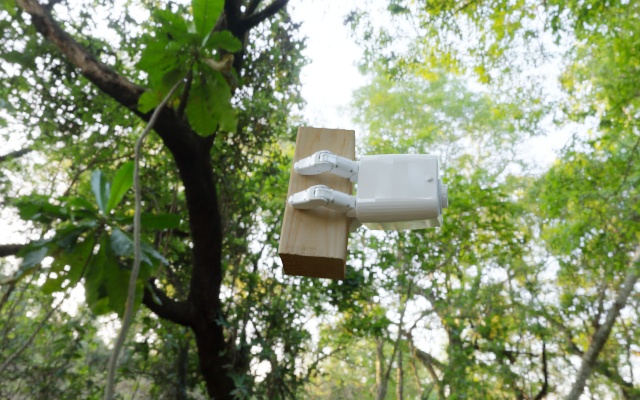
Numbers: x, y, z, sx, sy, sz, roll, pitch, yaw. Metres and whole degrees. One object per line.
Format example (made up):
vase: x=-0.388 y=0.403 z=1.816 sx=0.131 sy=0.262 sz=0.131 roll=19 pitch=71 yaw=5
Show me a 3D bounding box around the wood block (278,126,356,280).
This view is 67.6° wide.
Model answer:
wood block: x=0.001 y=0.002 z=0.706 sx=0.090 sy=0.206 sz=0.091 roll=4 pitch=-28 yaw=6
